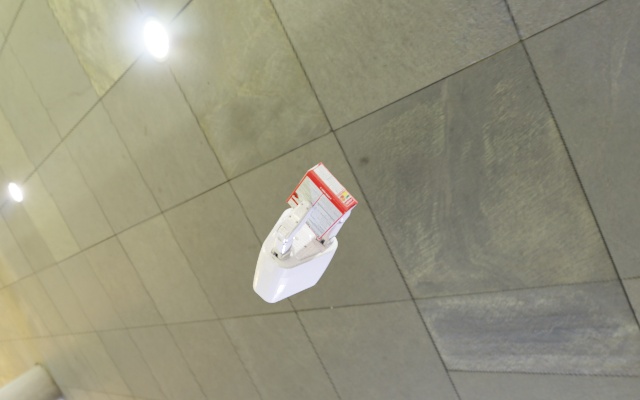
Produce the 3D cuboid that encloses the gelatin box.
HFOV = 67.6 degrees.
[{"bbox_3d":[0.000,0.002,0.648,0.030,0.073,0.089,-38,-8,-36],"label":"gelatin box"}]
